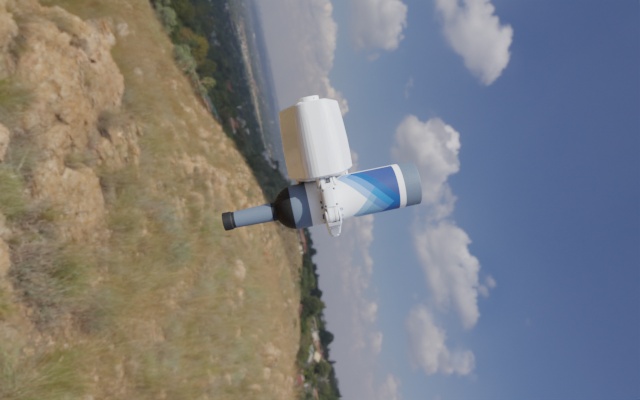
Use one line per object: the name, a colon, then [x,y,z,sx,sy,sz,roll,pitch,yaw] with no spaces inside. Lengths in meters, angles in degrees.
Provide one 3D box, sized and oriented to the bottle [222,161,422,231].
bottle: [0.000,0.002,0.718,0.296,0.069,0.069,-12,1,-3]
